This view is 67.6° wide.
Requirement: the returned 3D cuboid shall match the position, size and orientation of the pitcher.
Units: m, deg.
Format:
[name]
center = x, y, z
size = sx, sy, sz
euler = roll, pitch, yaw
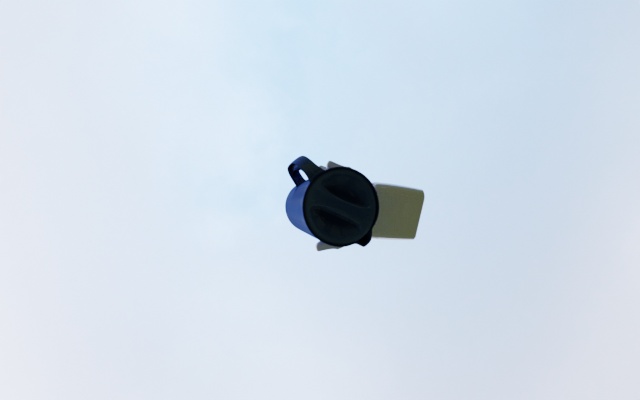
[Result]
[pitcher]
center = 0.000, 0.003, 0.896
size = 0.145, 0.149, 0.243
euler = 4, -2, -15
